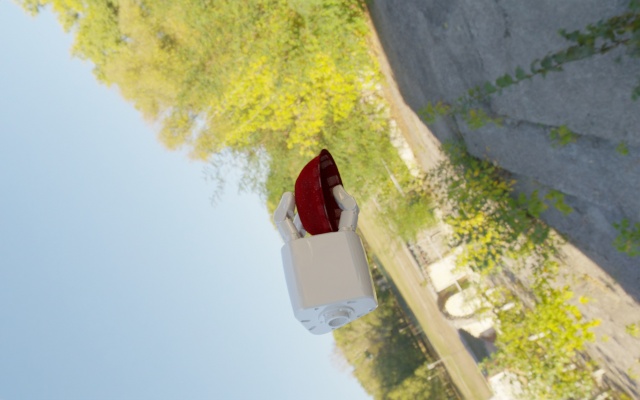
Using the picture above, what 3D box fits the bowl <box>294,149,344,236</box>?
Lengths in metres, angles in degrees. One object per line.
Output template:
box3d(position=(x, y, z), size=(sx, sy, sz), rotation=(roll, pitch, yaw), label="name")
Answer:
box3d(position=(0.000, 0.002, 0.755), size=(0.055, 0.162, 0.162), rotation=(-12, -3, 15), label="bowl")
